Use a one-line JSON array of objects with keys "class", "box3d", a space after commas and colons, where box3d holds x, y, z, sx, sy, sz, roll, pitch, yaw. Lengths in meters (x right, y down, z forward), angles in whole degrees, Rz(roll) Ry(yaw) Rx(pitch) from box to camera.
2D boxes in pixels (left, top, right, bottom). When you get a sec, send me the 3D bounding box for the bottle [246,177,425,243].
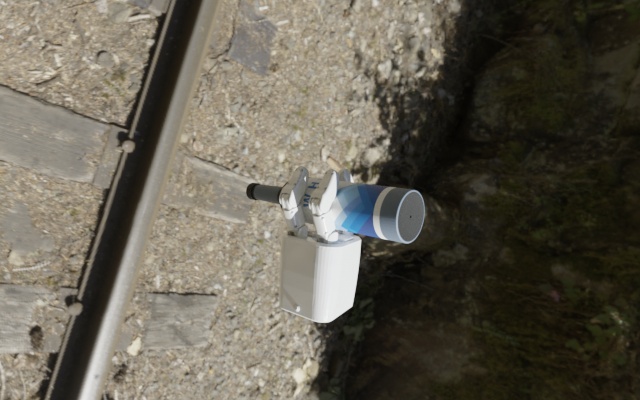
[{"class": "bottle", "box3d": [0.000, 0.002, 0.677, 0.295, 0.069, 0.069, 9, 6, 40]}]
